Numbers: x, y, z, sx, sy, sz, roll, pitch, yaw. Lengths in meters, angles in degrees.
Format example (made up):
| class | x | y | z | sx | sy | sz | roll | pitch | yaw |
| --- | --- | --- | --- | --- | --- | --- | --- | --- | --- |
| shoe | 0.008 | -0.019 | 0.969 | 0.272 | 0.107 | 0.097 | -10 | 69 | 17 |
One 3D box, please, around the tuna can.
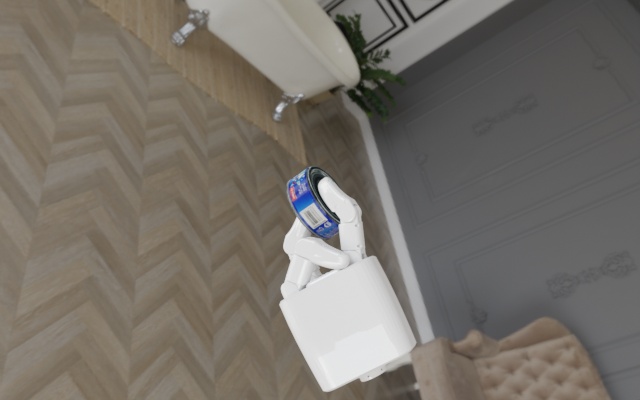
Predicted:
| class | x | y | z | sx | sy | sz | roll | pitch | yaw |
| --- | --- | --- | --- | --- | --- | --- | --- | --- | --- |
| tuna can | 0.000 | 0.002 | 0.568 | 0.034 | 0.086 | 0.086 | -35 | -15 | 23 |
